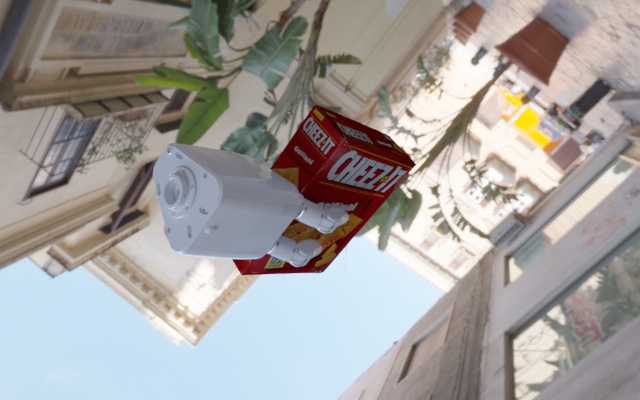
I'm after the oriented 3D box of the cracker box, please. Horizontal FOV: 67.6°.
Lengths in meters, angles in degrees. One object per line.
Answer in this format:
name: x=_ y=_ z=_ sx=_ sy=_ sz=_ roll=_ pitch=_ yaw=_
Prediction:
cracker box: x=0.000 y=0.002 z=0.608 sx=0.164 sy=0.214 sz=0.072 roll=10 pitch=36 yaw=-51
